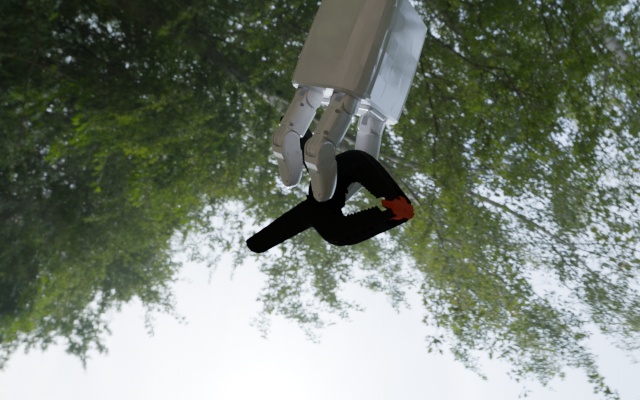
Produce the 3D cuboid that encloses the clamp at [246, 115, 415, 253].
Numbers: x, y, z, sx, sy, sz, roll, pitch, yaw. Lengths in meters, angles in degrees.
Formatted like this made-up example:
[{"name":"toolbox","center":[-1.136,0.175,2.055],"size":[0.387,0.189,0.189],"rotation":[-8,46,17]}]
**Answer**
[{"name":"clamp","center":[0.001,0.002,0.488],"size":[0.036,0.164,0.210],"rotation":[16,4,-43]}]
